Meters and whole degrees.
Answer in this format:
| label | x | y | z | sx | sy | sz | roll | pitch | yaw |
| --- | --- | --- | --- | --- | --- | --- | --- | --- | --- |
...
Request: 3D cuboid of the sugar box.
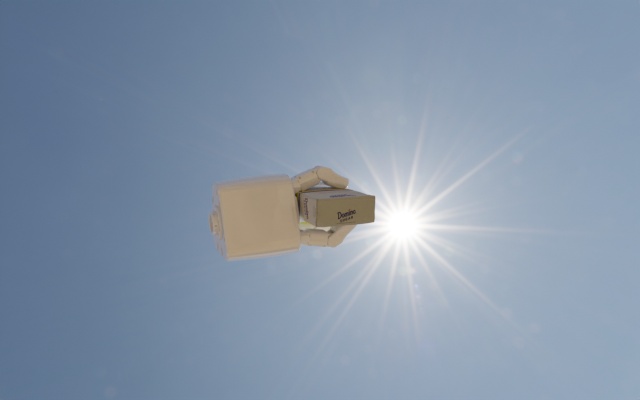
| label | x | y | z | sx | sy | sz | roll | pitch | yaw |
| --- | --- | --- | --- | --- | --- | --- | --- | --- | --- |
| sugar box | 0.000 | 0.003 | 0.725 | 0.093 | 0.048 | 0.176 | -4 | 12 | -23 |
